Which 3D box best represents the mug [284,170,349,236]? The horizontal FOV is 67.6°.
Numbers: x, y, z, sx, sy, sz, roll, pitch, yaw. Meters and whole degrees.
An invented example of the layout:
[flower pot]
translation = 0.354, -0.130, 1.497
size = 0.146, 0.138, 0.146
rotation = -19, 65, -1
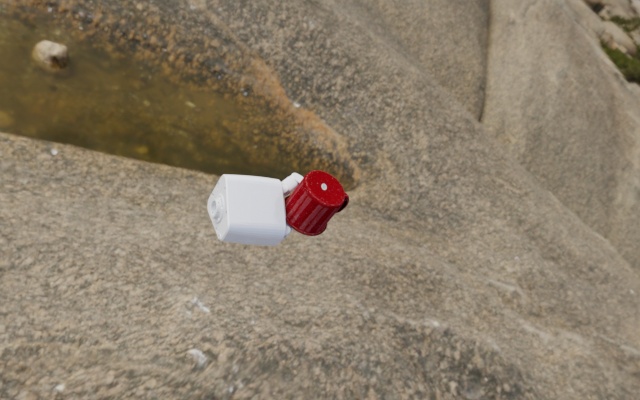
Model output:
[mug]
translation = 0.001, 0.003, 0.843
size = 0.117, 0.093, 0.081
rotation = 5, -40, -33
